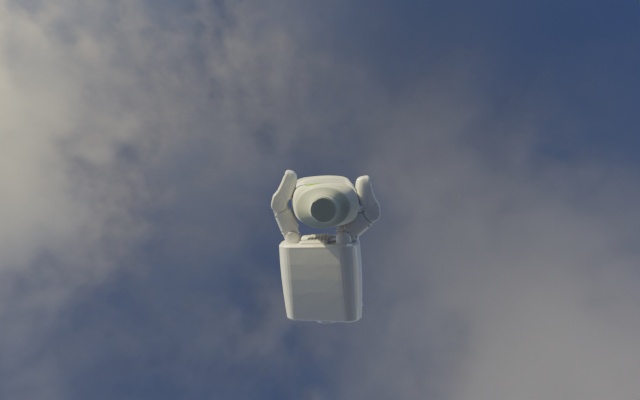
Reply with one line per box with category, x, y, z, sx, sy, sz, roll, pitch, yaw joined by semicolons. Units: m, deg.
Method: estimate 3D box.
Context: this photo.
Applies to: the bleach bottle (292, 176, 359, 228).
bleach bottle;0.000;0.002;0.657;0.102;0.068;0.251;-5;4;3
